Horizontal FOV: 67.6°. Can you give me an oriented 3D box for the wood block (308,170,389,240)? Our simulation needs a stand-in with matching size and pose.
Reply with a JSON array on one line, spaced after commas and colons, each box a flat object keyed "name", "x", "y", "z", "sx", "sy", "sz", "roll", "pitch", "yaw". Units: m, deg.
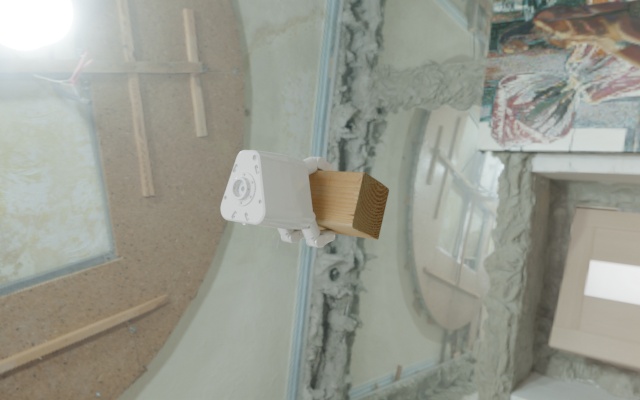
[{"name": "wood block", "x": 0.000, "y": 0.002, "z": 0.818, "sx": 0.206, "sy": 0.091, "sz": 0.090, "roll": 6, "pitch": -13, "yaw": 37}]
